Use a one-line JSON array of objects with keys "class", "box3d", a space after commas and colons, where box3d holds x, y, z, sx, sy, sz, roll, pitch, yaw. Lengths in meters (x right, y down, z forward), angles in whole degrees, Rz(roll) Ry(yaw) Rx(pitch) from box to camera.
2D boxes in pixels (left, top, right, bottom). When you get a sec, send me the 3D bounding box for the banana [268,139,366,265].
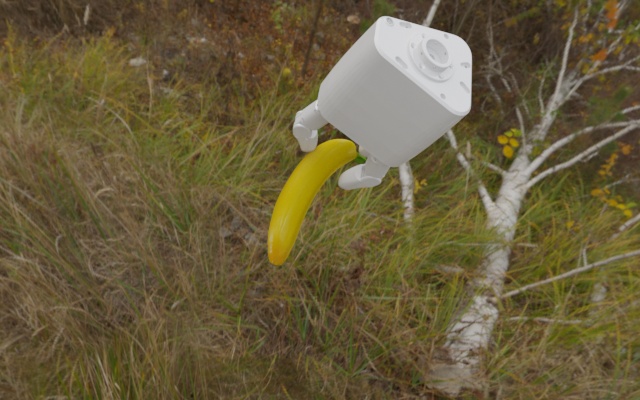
[{"class": "banana", "box3d": [-0.008, -0.014, 0.561, 0.037, 0.070, 0.197, -4, 38, 52]}]
